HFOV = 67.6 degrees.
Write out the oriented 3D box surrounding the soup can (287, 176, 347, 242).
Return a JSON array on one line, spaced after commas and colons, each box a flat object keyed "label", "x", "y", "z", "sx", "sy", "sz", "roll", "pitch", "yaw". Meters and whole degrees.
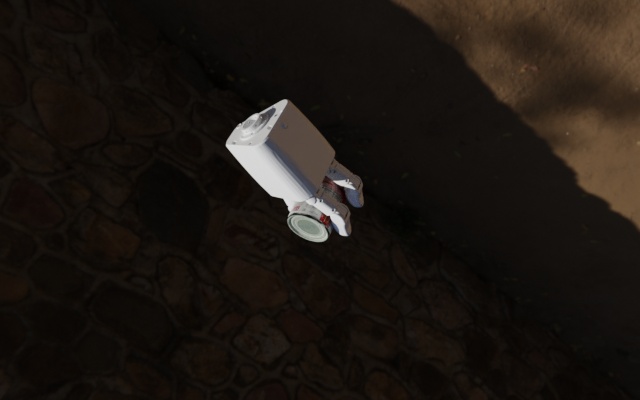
[{"label": "soup can", "x": 0.000, "y": 0.003, "z": 0.719, "sx": 0.068, "sy": 0.102, "sz": 0.069, "roll": 18, "pitch": -32, "yaw": 12}]
